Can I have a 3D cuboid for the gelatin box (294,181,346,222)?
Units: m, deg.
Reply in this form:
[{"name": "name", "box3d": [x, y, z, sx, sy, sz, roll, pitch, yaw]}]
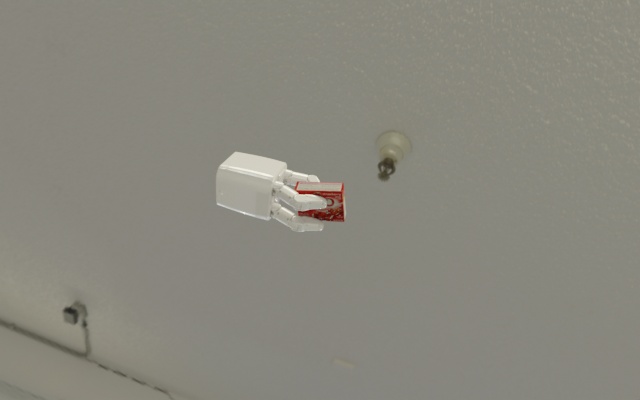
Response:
[{"name": "gelatin box", "box3d": [0.001, 0.003, 0.875, 0.089, 0.073, 0.030, 2, 40, 10]}]
